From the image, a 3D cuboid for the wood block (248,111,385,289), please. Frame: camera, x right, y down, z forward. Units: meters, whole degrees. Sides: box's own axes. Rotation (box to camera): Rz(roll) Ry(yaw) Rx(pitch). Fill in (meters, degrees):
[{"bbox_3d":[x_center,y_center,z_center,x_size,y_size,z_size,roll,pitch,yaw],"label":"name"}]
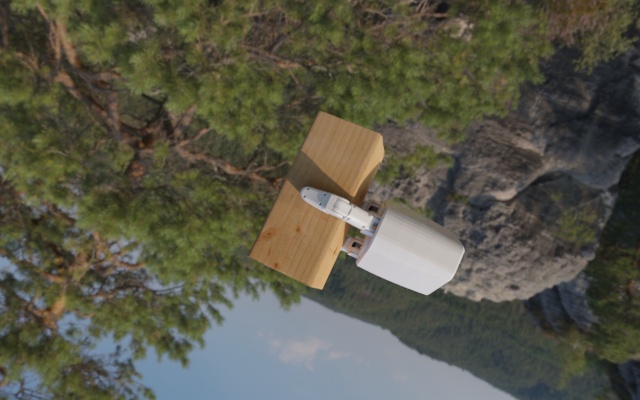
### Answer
[{"bbox_3d":[0.000,0.002,0.626,0.090,0.206,0.091,24,-7,14],"label":"wood block"}]
